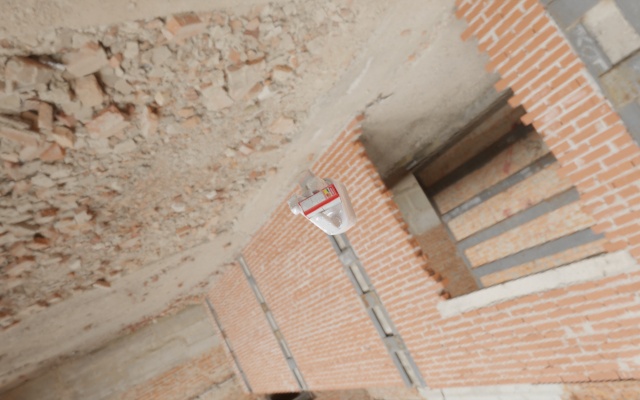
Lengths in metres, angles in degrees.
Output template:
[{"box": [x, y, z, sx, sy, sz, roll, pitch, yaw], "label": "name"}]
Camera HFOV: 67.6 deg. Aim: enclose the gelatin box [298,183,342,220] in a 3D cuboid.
[{"box": [0.000, 0.003, 0.887, 0.073, 0.030, 0.089, -29, -8, 1], "label": "gelatin box"}]
